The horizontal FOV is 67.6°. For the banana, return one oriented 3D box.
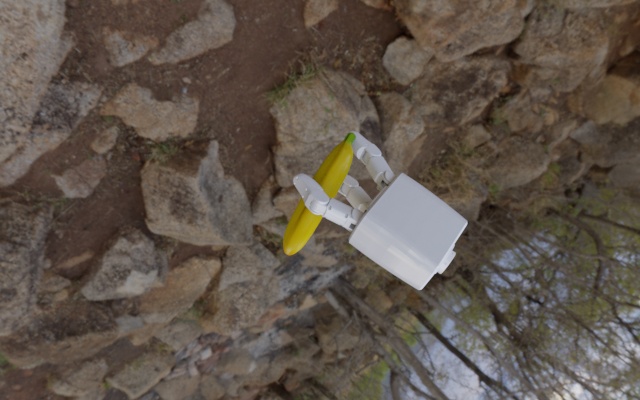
[{"bbox_3d":[-0.004,0.002,0.640,0.037,0.198,0.069,34,16,11],"label":"banana"}]
